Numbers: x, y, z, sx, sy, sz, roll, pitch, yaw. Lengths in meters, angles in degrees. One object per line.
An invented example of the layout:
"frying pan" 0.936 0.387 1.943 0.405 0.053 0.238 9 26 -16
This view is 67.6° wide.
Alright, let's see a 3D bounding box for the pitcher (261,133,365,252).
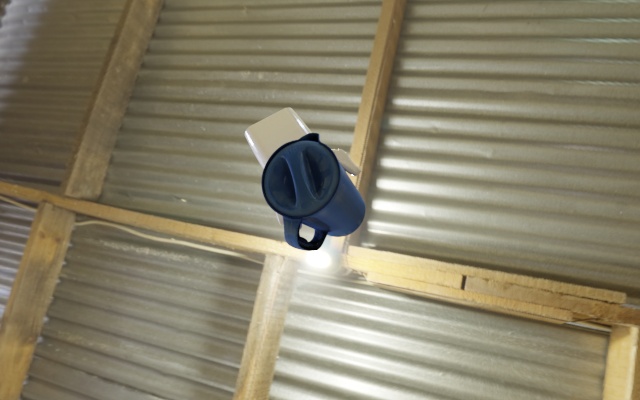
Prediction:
"pitcher" 0.000 0.003 0.853 0.149 0.145 0.243 -38 -23 6
